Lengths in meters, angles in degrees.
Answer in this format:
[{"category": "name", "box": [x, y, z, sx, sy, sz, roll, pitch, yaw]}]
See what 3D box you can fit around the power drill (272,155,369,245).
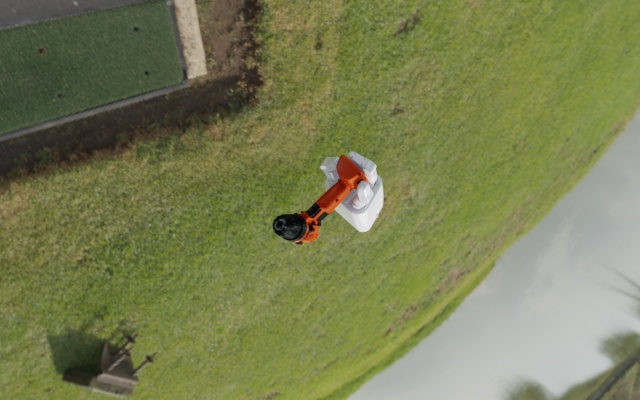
[{"category": "power drill", "box": [0.001, 0.003, 0.888, 0.057, 0.187, 0.184, 46, 5, 14]}]
